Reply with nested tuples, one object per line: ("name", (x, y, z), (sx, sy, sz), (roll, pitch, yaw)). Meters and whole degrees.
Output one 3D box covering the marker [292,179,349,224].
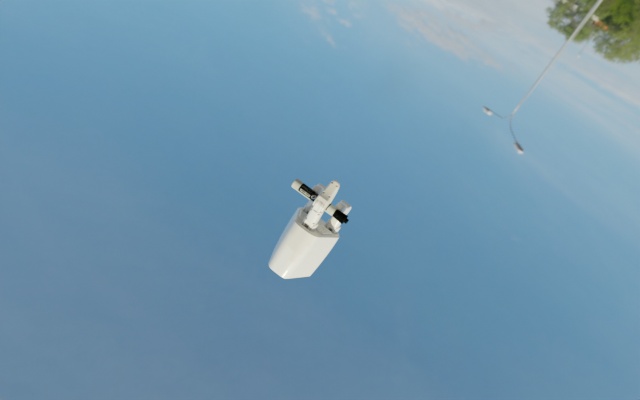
("marker", (0.000, 0.003, 0.855), (0.121, 0.020, 0.020), (37, 8, 12))
